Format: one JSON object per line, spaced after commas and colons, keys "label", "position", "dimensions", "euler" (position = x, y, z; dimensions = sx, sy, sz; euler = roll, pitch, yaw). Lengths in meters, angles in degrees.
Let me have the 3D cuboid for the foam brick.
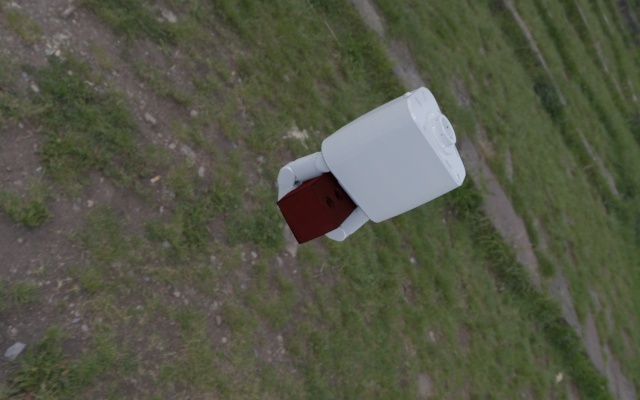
{"label": "foam brick", "position": [0.000, 0.002, 0.517], "dimensions": [0.051, 0.053, 0.078], "euler": [-24, 10, 32]}
